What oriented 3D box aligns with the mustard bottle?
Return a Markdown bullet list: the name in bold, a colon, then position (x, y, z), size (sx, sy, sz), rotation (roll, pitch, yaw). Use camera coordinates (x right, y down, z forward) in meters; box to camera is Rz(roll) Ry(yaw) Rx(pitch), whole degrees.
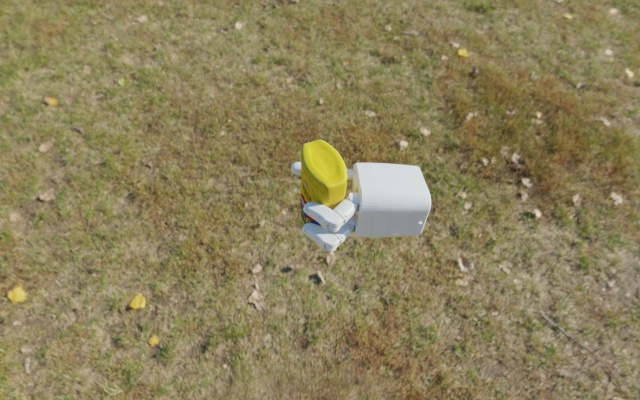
- **mustard bottle**: position (0.000, 0.002, 0.757), size (0.058, 0.096, 0.192), rotation (-19, -35, -18)
